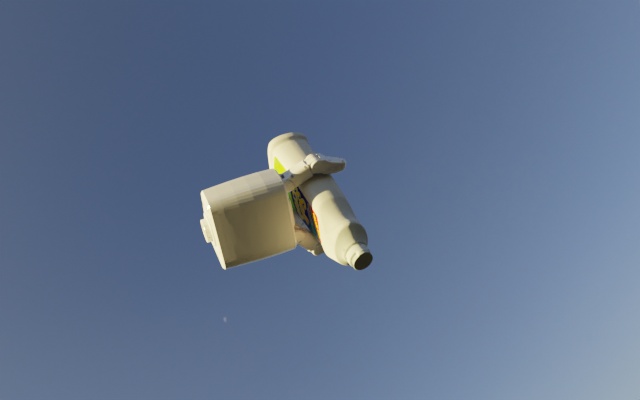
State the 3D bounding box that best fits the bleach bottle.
[{"bbox_3d":[0.000,0.002,0.683,0.068,0.103,0.250,-18,40,-18],"label":"bleach bottle"}]
